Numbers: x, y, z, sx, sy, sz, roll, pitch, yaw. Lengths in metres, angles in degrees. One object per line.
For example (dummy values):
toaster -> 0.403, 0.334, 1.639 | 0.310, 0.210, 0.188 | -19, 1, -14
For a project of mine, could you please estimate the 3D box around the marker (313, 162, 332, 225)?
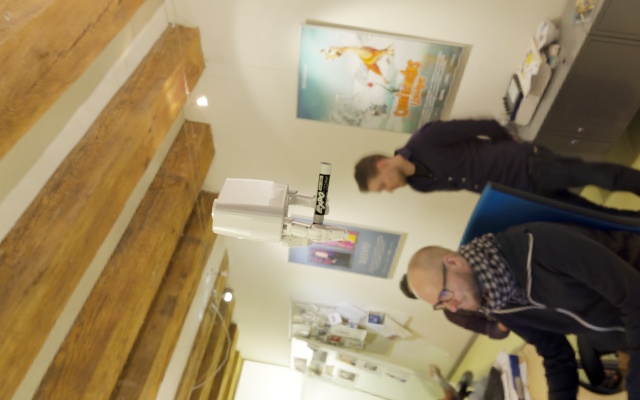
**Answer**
marker -> 0.000, 0.002, 0.724 | 0.020, 0.121, 0.020 | 7, 15, -2
